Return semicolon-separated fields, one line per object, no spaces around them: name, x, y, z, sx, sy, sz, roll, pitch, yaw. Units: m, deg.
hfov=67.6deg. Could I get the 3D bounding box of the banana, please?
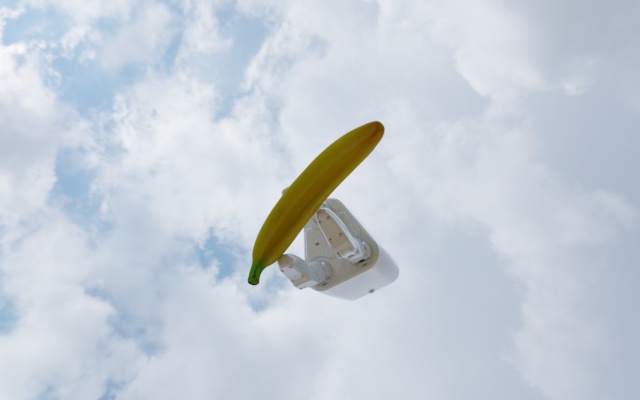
banana;-0.009;-0.002;0.481;0.037;0.198;0.069;36;3;-30
